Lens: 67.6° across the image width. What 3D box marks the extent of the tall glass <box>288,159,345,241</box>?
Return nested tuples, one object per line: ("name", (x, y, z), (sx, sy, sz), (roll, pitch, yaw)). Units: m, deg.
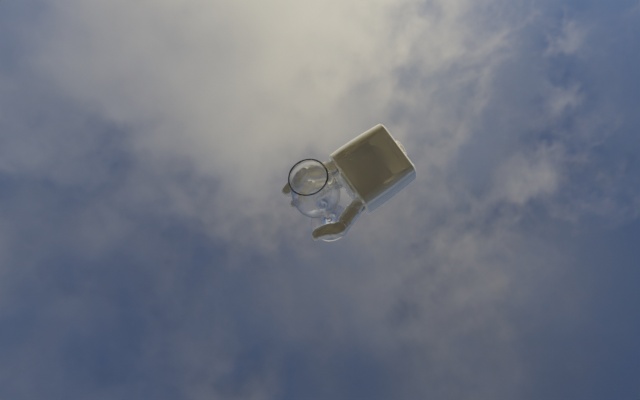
("tall glass", (0.000, 0.003, 0.801), (0.079, 0.079, 0.201), (0, -22, 12))
